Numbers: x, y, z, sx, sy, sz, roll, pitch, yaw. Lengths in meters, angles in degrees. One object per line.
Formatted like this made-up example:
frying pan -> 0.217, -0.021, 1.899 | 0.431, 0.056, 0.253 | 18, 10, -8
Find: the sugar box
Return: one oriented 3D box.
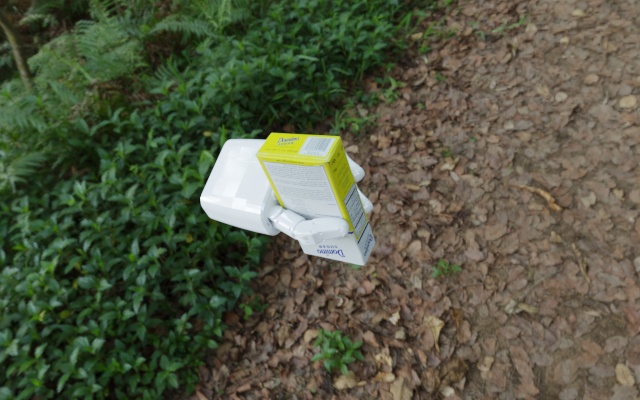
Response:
sugar box -> 0.000, 0.001, 0.568 | 0.093, 0.048, 0.176 | 8, -38, 29
